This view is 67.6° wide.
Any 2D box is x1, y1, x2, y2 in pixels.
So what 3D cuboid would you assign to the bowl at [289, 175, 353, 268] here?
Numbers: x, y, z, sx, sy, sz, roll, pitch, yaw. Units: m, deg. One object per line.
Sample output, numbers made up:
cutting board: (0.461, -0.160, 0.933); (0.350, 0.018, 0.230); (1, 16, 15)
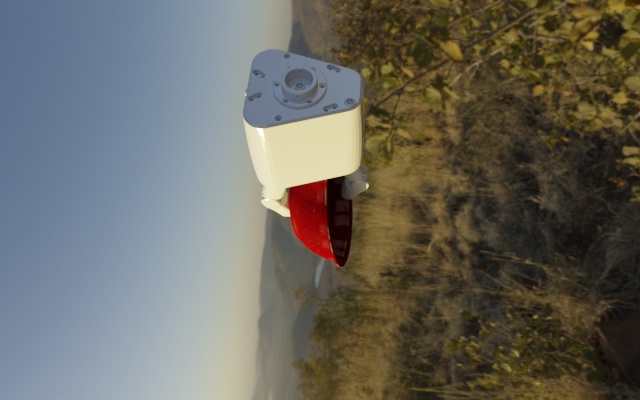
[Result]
bowl: (0.000, 0.003, 0.592); (0.055, 0.162, 0.162); (-3, -1, 14)
